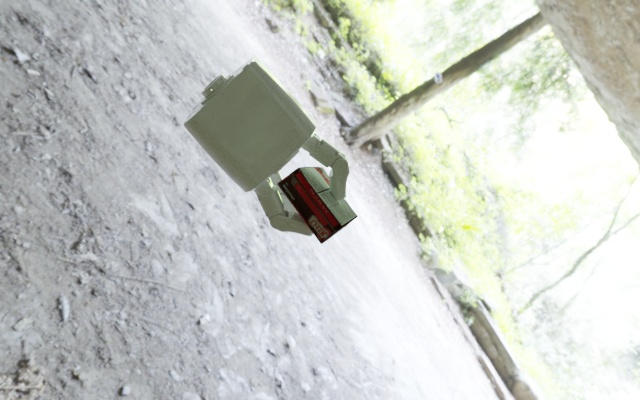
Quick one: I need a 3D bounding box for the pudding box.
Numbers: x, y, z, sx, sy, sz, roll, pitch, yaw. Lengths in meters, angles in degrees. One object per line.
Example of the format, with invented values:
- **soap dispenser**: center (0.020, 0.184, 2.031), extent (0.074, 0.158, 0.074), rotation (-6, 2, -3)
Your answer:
- **pudding box**: center (0.000, 0.002, 0.607), extent (0.039, 0.090, 0.113), rotation (-37, -5, 16)
